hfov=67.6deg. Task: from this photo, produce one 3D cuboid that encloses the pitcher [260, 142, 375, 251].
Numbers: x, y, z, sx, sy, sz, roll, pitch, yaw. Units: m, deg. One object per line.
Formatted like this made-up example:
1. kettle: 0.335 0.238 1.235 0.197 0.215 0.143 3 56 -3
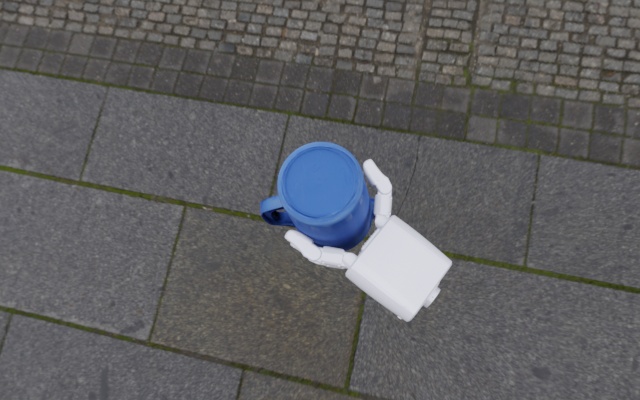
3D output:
1. pitcher: 0.000 0.002 0.694 0.145 0.149 0.243 39 -5 12
